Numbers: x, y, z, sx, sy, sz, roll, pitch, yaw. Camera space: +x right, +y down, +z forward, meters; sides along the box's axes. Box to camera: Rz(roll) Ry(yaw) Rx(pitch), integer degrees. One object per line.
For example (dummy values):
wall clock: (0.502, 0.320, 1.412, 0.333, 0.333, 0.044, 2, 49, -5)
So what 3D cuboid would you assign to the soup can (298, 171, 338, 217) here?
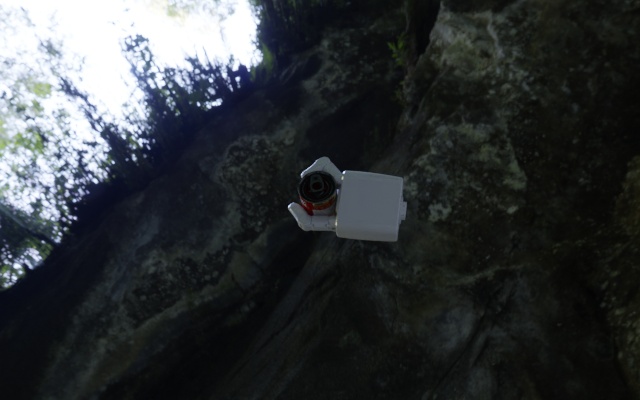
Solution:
soup can: (0.000, 0.003, 0.866, 0.068, 0.068, 0.102, 0, -33, 8)
